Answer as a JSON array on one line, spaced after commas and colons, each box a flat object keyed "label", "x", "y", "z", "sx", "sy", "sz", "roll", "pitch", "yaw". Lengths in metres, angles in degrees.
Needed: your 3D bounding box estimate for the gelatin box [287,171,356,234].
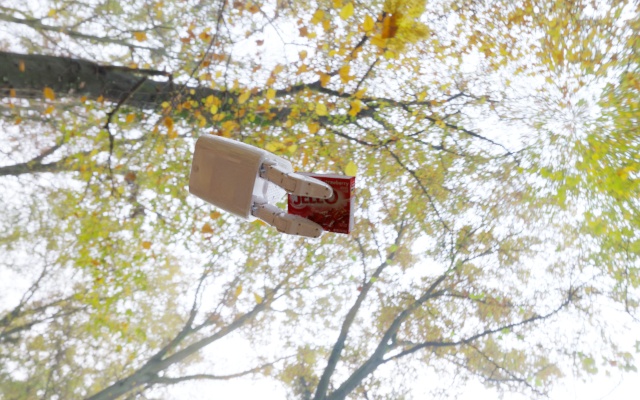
[{"label": "gelatin box", "x": 0.001, "y": 0.002, "z": 0.627, "sx": 0.089, "sy": 0.073, "sz": 0.030, "roll": 6, "pitch": 13, "yaw": 19}]
